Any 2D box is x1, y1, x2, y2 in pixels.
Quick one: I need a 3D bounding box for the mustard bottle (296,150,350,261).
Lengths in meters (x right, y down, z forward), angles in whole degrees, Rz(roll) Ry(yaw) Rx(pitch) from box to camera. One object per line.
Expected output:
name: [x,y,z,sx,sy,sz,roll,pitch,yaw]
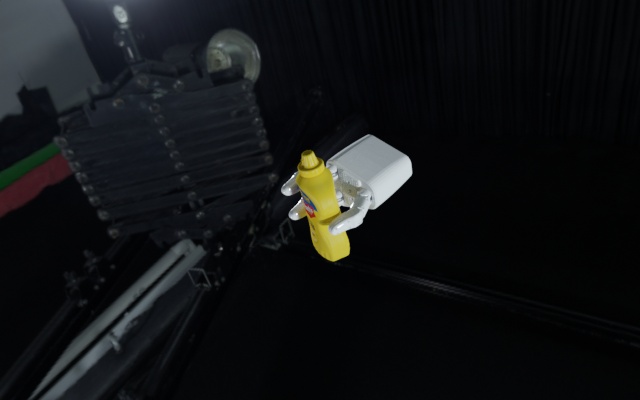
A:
mustard bottle: [0.000,0.003,0.786,0.058,0.192,0.096,-21,36,-10]
